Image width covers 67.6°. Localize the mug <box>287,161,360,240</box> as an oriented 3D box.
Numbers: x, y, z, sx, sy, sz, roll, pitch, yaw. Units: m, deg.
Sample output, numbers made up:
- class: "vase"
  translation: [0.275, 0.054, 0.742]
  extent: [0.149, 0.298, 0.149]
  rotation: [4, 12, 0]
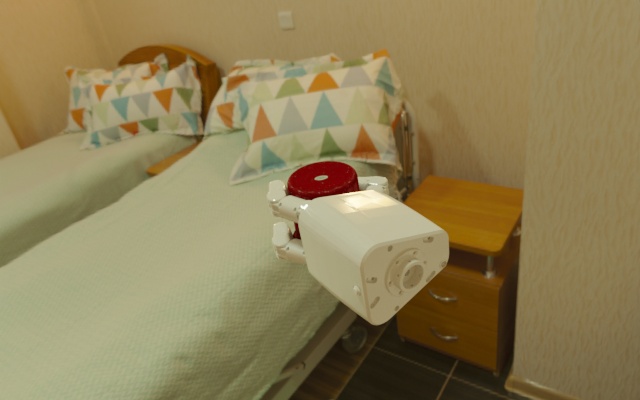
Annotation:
- class: "mug"
  translation: [-0.001, 0.001, 0.570]
  extent: [0.093, 0.081, 0.117]
  rotation: [-25, 33, -25]
